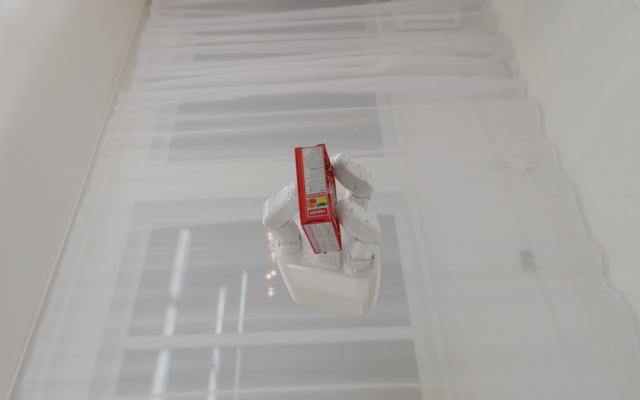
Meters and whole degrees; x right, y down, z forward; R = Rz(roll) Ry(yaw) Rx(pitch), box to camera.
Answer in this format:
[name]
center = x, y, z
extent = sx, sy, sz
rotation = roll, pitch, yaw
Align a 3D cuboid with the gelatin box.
[gelatin box]
center = 0.000, 0.001, 0.438
extent = 0.030, 0.073, 0.089
rotation = -8, -24, 6
